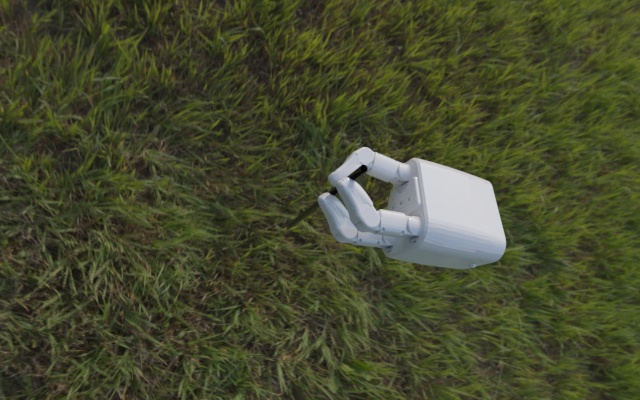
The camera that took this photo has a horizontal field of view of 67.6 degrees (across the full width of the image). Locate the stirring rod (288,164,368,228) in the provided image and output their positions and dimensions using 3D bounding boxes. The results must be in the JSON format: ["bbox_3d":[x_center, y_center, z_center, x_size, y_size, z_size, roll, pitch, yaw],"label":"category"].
[{"bbox_3d":[0.000,0.002,0.570,0.011,0.011,0.239,0,-16,-21],"label":"stirring rod"}]
